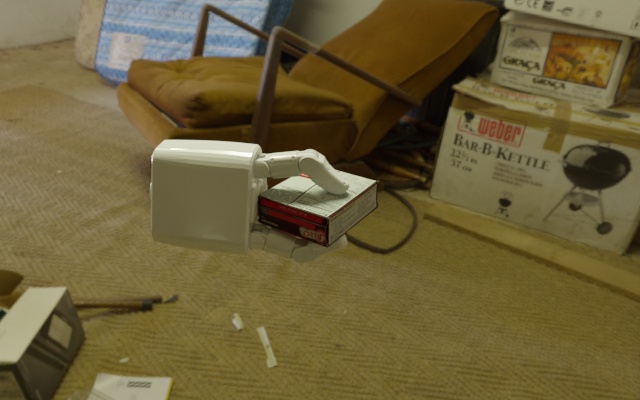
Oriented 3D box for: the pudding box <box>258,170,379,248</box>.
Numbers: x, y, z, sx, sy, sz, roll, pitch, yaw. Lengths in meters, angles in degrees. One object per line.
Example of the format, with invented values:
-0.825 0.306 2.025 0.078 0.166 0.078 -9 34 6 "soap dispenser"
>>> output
0.000 0.002 0.524 0.090 0.039 0.113 18 33 29 "pudding box"
